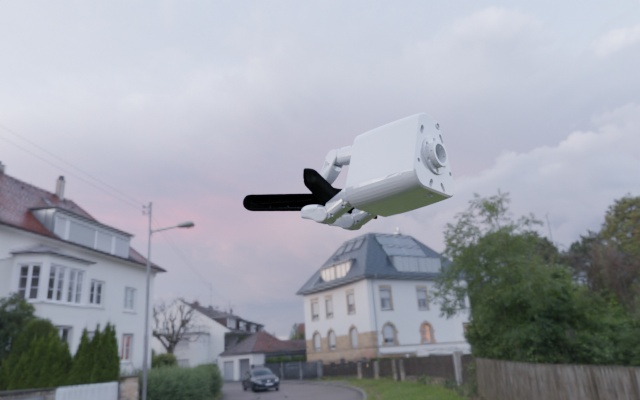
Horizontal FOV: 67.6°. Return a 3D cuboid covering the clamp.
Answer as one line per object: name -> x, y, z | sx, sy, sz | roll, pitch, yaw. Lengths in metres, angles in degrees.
clamp -> 0.001, 0.002, 0.721 | 0.164, 0.036, 0.210 | -15, -21, 43
